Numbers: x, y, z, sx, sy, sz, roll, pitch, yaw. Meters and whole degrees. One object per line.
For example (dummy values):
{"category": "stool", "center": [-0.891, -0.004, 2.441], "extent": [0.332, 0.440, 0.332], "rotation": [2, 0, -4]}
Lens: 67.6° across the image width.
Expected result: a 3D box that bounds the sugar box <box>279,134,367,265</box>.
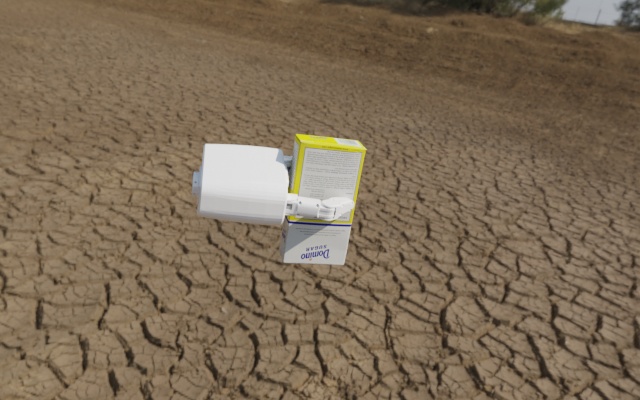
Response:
{"category": "sugar box", "center": [0.000, 0.002, 0.662], "extent": [0.093, 0.176, 0.048], "rotation": [5, 23, -15]}
